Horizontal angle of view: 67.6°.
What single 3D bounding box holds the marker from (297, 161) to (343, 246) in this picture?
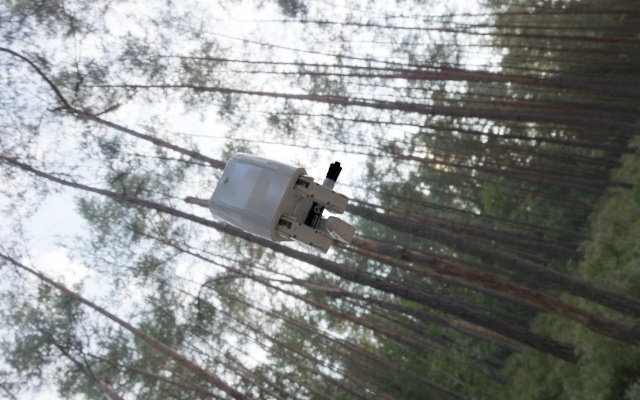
[{"bbox_3d":[0.000,0.002,0.632,0.020,0.121,0.020,23,-12,5],"label":"marker"}]
